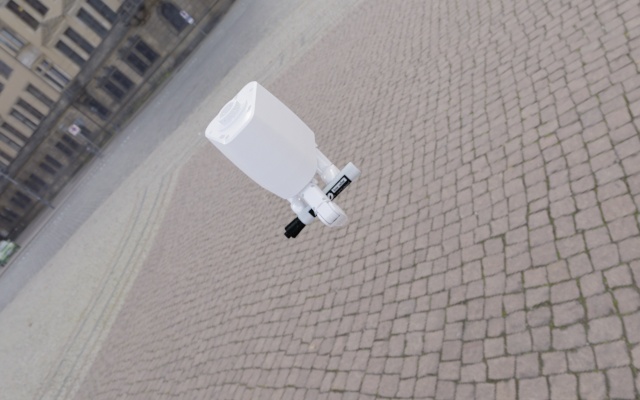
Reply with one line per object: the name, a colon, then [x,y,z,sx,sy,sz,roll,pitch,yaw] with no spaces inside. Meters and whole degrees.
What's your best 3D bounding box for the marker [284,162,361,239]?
marker: [0.000,0.002,0.584,0.121,0.020,0.020,-45,-7,7]
